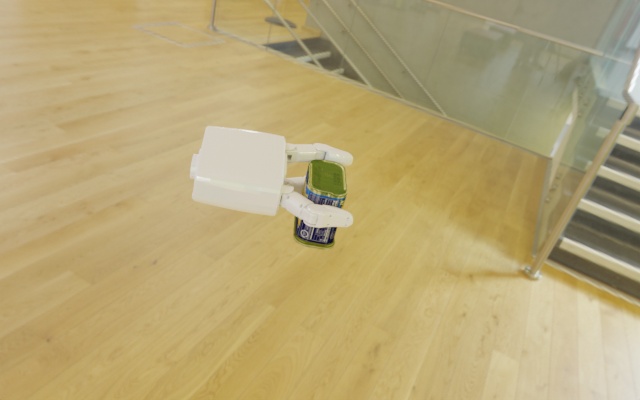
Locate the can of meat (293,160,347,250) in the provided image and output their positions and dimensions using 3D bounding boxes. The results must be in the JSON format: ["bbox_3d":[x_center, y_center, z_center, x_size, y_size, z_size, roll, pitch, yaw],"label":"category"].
[{"bbox_3d":[0.000,0.002,0.643,0.057,0.084,0.102,11,29,-7],"label":"can of meat"}]
